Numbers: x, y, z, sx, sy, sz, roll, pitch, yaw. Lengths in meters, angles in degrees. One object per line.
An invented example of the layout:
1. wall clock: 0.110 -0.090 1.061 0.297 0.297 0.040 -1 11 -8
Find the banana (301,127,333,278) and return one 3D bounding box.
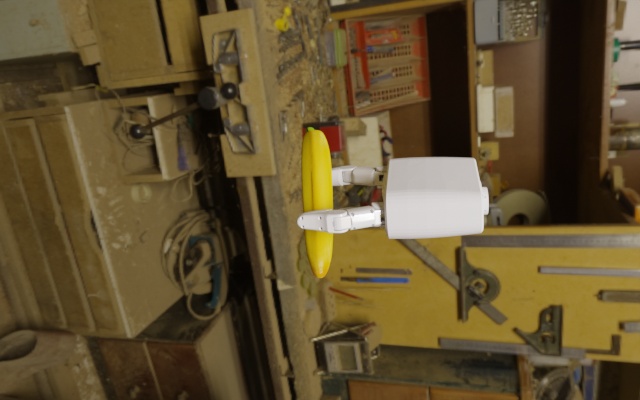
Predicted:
1. banana: -0.002 -0.004 0.587 0.037 0.197 0.069 -3 -9 6
